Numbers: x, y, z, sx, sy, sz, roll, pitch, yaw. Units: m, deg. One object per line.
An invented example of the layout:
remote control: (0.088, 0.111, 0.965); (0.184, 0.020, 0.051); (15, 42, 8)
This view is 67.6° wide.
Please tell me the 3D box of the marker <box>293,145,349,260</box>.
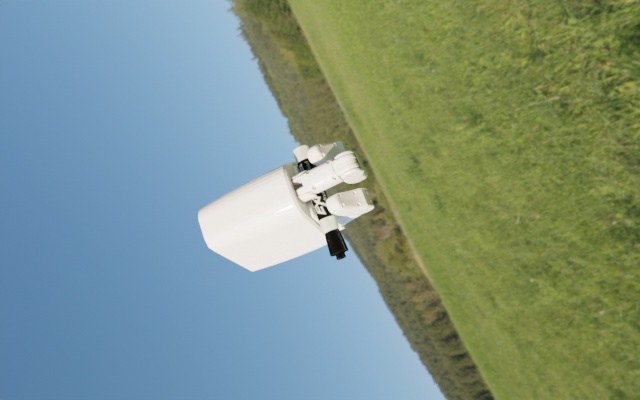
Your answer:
marker: (0.000, 0.002, 0.476); (0.020, 0.121, 0.020); (-19, -15, -5)
